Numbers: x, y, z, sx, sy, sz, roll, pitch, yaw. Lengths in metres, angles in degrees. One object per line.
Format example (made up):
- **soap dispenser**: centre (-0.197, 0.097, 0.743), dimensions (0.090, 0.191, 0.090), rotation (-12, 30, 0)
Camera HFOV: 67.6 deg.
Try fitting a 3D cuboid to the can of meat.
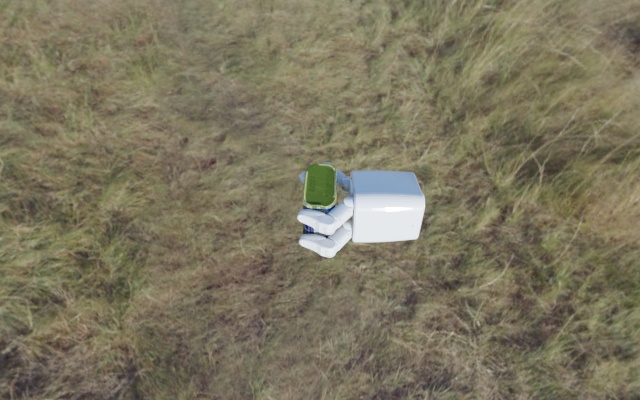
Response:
- **can of meat**: centre (0.000, 0.002, 0.769), dimensions (0.057, 0.102, 0.084), rotation (1, -43, 2)
